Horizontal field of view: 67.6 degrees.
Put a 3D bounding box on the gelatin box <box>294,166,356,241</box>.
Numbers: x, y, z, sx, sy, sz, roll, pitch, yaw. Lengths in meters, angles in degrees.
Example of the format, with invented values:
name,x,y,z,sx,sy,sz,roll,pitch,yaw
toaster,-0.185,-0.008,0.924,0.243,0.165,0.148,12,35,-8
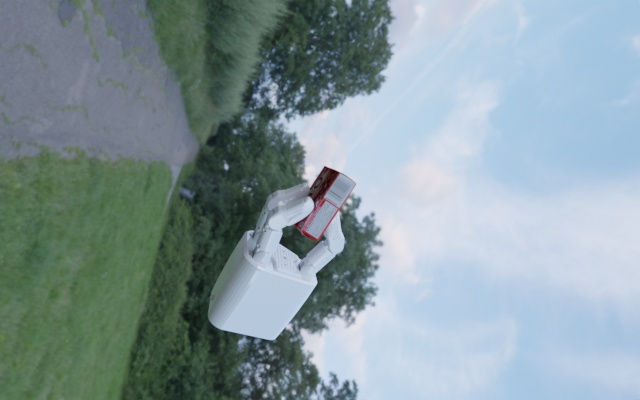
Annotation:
name,x,y,z,sx,sy,sz,roll,pitch,yaw
gelatin box,0.001,0.002,0.609,0.030,0.089,0.073,34,0,-17
